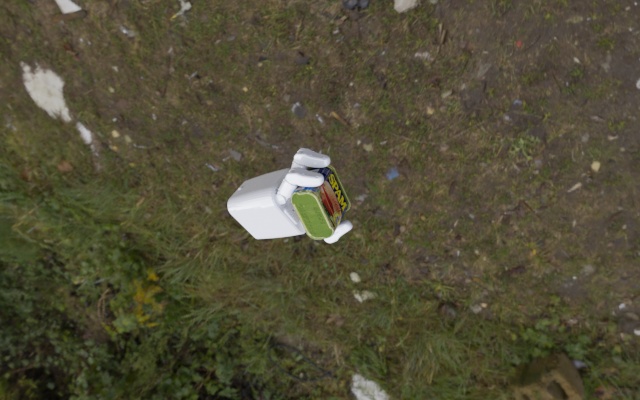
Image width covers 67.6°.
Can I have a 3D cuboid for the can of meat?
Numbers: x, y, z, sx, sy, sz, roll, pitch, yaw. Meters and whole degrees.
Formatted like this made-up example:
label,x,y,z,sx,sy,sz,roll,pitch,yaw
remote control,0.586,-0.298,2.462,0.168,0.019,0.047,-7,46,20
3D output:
label,x,y,z,sx,sy,sz,roll,pitch,yaw
can of meat,0.000,0.003,0.802,0.057,0.102,0.084,-9,30,30
